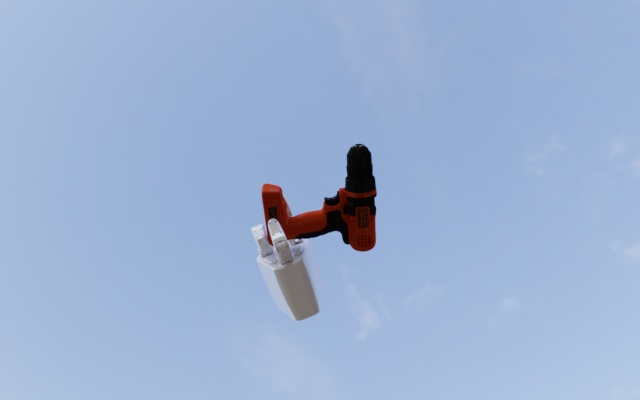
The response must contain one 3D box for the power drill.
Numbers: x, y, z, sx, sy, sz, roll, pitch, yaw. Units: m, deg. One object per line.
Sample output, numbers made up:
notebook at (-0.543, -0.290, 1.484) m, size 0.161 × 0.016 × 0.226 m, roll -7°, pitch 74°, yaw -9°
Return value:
power drill at (0.000, 0.003, 0.789) m, size 0.187 × 0.184 × 0.057 m, roll -4°, pitch 17°, yaw 2°
